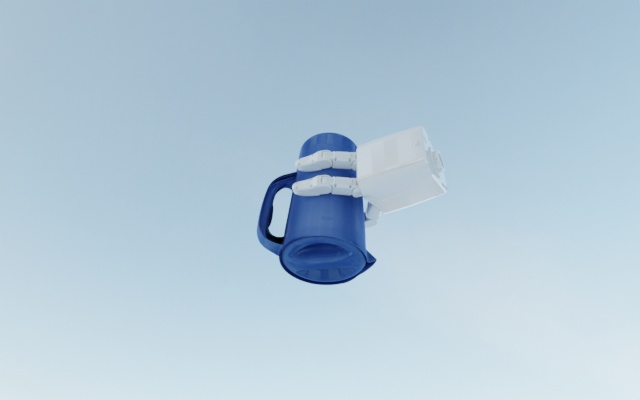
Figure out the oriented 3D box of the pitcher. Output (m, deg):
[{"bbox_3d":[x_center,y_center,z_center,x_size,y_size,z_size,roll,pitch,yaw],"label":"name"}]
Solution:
[{"bbox_3d":[0.000,0.003,0.781,0.145,0.242,0.149,-19,-45,25],"label":"pitcher"}]
